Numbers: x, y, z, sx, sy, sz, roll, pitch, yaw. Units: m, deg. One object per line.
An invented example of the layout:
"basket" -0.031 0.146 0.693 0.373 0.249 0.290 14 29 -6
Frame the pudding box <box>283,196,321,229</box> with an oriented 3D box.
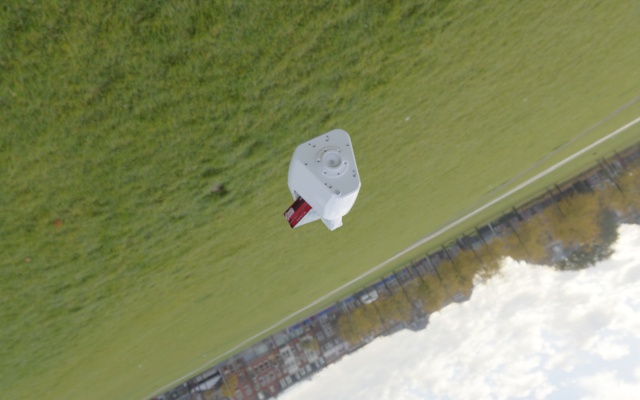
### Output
"pudding box" 0.000 0.003 0.869 0.113 0.039 0.090 -16 -19 -41
